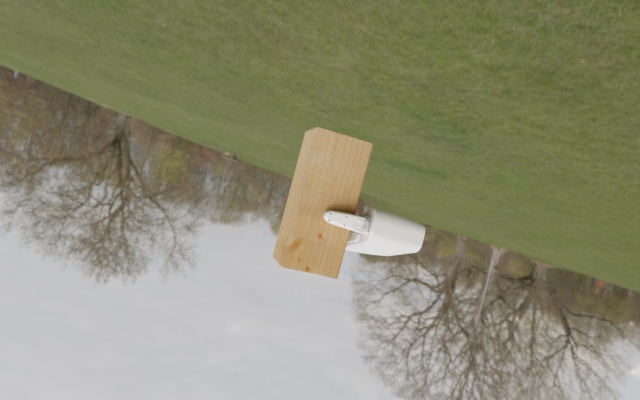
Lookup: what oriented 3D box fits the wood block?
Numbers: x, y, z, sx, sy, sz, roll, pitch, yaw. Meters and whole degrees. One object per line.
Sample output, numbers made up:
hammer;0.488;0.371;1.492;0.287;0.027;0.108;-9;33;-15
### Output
wood block;0.001;0.003;0.727;0.090;0.206;0.091;15;0;-15
